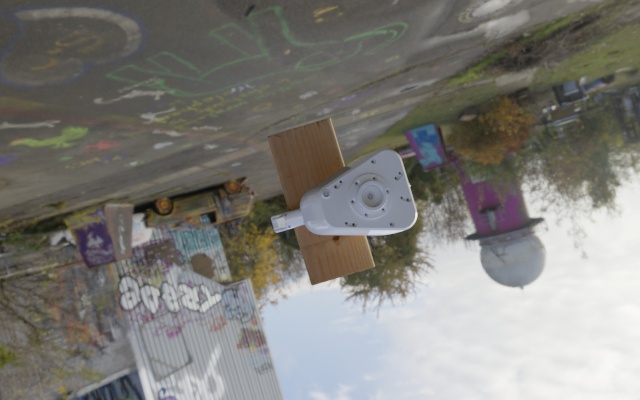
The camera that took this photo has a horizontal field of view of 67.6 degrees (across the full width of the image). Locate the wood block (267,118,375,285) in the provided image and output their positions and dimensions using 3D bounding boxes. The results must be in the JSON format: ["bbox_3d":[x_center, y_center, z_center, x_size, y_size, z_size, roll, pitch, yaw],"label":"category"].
[{"bbox_3d":[0.000,0.002,0.671,0.091,0.206,0.090,-16,-1,-1],"label":"wood block"}]
